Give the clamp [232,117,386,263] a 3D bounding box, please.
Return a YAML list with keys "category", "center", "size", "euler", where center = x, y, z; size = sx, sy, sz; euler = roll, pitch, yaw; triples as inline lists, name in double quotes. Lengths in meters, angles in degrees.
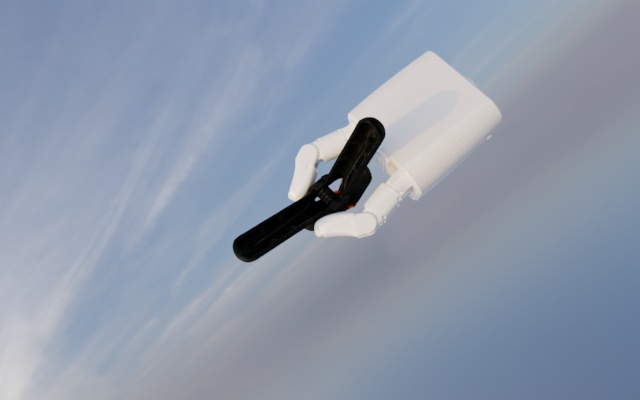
- category: "clamp"
  center: [0.000, 0.001, 0.480]
  size: [0.164, 0.036, 0.210]
  euler: [-41, -10, 2]
